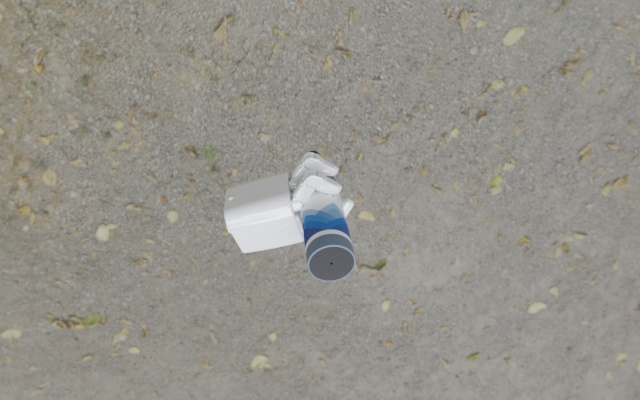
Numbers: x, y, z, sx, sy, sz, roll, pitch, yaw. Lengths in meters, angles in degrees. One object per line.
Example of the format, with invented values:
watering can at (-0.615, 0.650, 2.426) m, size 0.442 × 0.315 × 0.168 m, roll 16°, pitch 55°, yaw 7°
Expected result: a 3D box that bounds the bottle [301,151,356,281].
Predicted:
bottle at (0.000, 0.003, 0.765) m, size 0.069 × 0.069 × 0.295 m, roll 0°, pitch 35°, yaw -7°
